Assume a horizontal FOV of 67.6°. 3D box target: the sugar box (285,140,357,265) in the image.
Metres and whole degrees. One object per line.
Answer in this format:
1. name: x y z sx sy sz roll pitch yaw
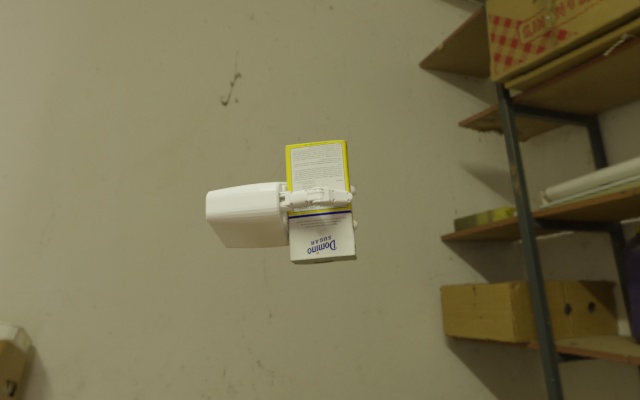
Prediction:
1. sugar box: 0.000 0.002 0.698 0.093 0.176 0.048 -5 -15 7
